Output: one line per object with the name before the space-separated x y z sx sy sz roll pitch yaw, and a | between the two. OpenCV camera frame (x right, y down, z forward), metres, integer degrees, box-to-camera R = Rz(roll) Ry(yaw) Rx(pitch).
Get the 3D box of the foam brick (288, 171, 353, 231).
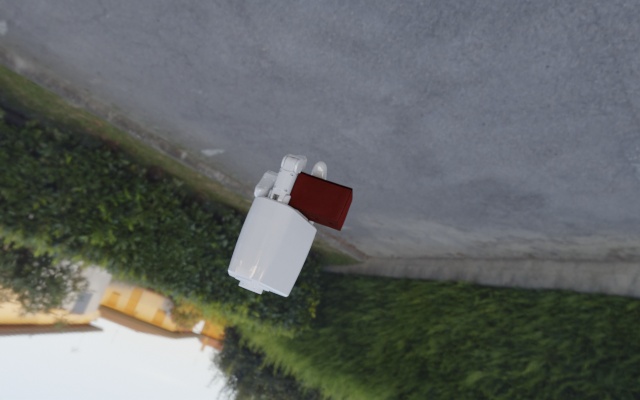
foam brick | 0.000 0.002 0.655 0.078 0.051 0.053 18 -15 11
